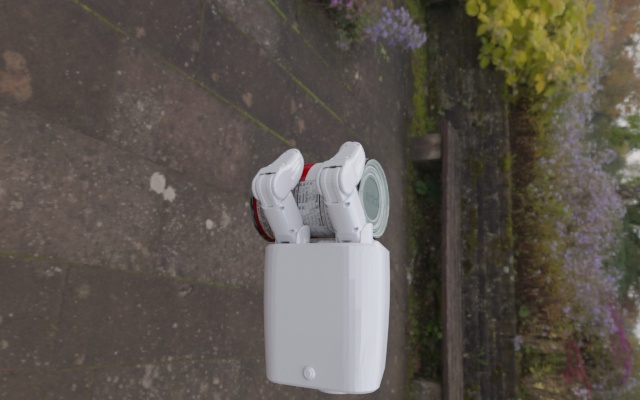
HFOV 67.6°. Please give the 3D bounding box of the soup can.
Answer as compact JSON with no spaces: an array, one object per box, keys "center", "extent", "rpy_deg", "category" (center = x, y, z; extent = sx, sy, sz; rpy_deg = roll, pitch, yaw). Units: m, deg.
[{"center":[0.000,0.001,0.411],"extent":[0.102,0.068,0.068],"rpy_deg":[-3,-2,28],"category":"soup can"}]
